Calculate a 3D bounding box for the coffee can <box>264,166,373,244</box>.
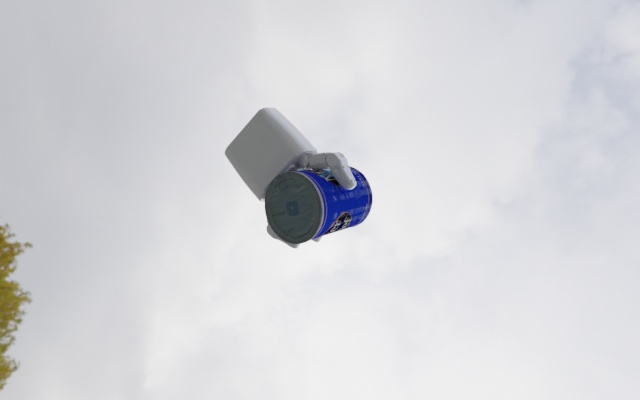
[{"bbox_3d":[0.000,0.002,0.720,0.103,0.103,0.140,0,7,36],"label":"coffee can"}]
